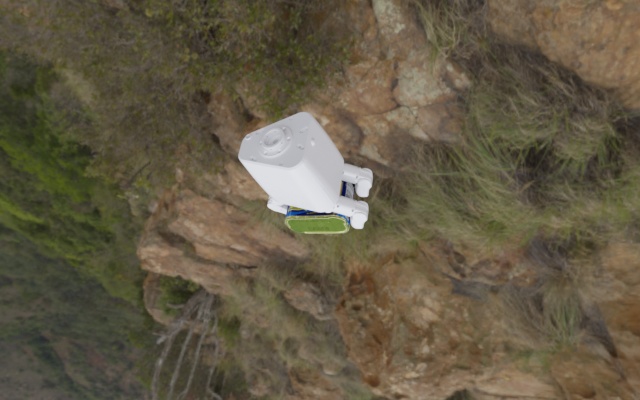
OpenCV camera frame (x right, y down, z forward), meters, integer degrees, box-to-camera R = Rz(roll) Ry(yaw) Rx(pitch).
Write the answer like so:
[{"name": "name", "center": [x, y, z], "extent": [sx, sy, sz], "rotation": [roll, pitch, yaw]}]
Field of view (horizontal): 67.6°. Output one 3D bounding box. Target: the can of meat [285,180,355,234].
[{"name": "can of meat", "center": [0.000, 0.003, 0.730], "extent": [0.102, 0.084, 0.057], "rotation": [-2, -31, 21]}]
